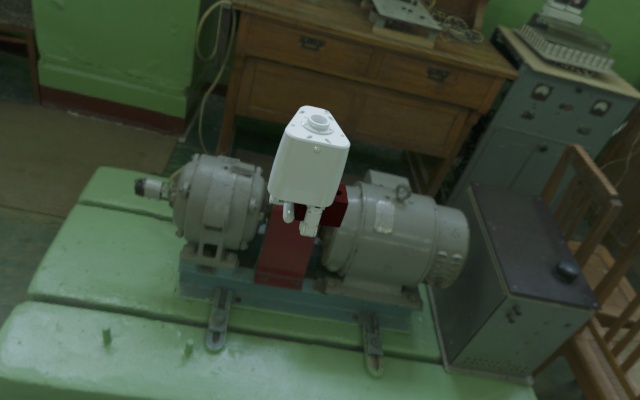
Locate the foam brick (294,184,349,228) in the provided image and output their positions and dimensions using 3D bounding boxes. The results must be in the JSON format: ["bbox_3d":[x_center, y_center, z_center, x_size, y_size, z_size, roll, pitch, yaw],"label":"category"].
[{"bbox_3d":[0.000,0.003,0.757,0.078,0.051,0.053,10,36,-12],"label":"foam brick"}]
